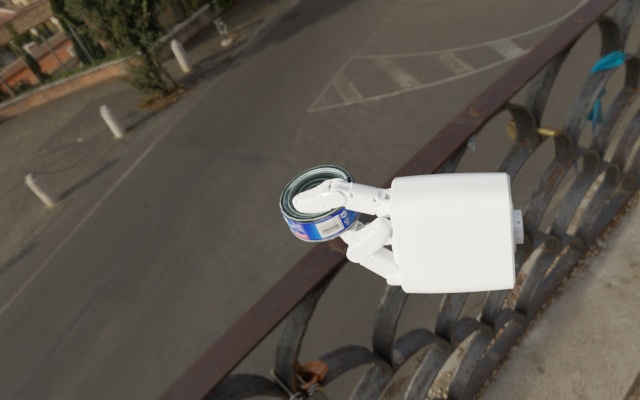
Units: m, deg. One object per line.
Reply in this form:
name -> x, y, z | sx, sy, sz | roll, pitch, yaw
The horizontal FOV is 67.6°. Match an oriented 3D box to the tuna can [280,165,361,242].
tuna can -> 0.000, 0.001, 0.516 | 0.086, 0.086, 0.034 | 0, -43, 27
